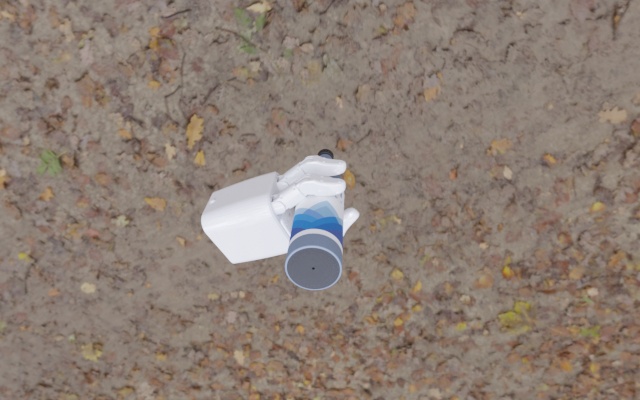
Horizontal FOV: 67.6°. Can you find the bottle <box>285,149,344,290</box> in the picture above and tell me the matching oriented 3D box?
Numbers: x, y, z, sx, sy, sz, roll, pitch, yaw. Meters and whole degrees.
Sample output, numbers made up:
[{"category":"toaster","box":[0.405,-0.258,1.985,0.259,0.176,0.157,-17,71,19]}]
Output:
[{"category":"bottle","box":[0.000,0.002,0.675,0.069,0.069,0.295,0,32,4]}]
